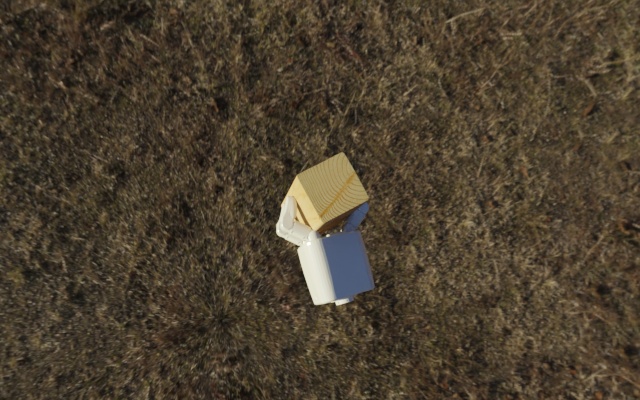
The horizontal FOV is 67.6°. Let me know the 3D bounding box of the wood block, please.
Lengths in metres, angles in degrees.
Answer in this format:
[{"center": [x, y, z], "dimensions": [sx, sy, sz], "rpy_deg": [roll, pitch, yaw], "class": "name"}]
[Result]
[{"center": [0.001, 0.003, 0.847], "dimensions": [0.091, 0.090, 0.206], "rpy_deg": [-27, -7, -17], "class": "wood block"}]
